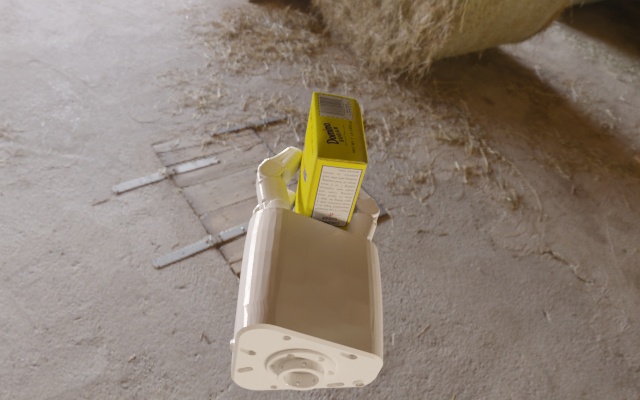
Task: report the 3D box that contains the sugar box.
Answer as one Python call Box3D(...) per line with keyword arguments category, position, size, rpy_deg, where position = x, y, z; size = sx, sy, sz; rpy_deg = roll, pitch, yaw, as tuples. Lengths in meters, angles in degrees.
Box3D(category="sugar box", position=(0.000, 0.001, 0.437), size=(0.048, 0.176, 0.093), rpy_deg=(7, 43, -9))
